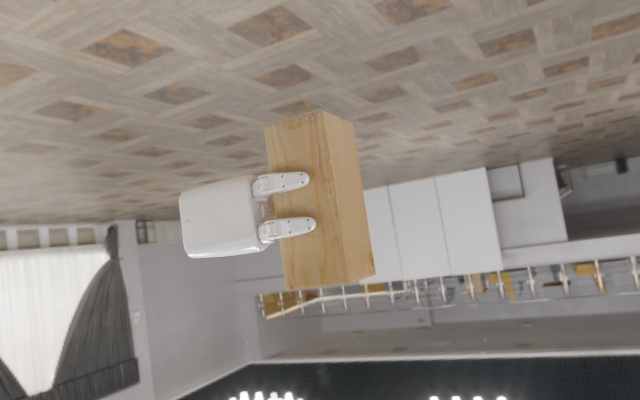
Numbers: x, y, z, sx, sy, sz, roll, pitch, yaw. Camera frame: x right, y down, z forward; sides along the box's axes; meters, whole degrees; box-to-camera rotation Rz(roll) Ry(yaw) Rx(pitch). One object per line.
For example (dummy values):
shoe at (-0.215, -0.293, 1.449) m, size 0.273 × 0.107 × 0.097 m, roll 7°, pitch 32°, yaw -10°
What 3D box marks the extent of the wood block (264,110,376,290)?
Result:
wood block at (0.000, 0.002, 0.613) m, size 0.090 × 0.206 × 0.091 m, roll -11°, pitch -6°, yaw 26°
